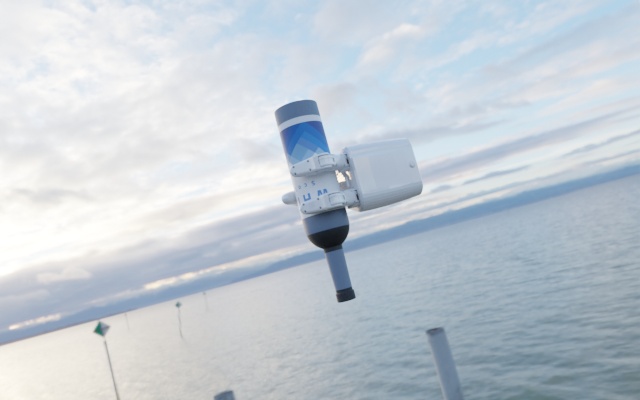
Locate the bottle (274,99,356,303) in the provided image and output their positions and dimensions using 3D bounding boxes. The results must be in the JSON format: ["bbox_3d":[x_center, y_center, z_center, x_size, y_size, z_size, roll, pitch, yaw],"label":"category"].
[{"bbox_3d":[0.000,0.002,0.702,0.069,0.295,0.069,-15,-6,-2],"label":"bottle"}]
